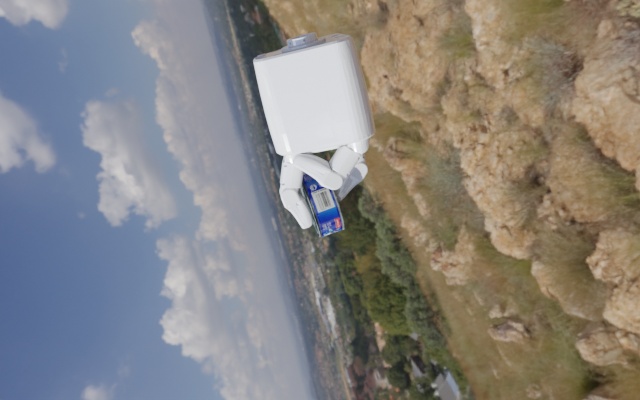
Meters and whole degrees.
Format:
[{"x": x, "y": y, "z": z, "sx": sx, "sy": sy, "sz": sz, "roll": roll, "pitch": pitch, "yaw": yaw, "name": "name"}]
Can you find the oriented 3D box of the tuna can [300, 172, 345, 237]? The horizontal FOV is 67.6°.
[{"x": 0.000, "y": 0.002, "z": 0.602, "sx": 0.034, "sy": 0.086, "sz": 0.086, "roll": -20, "pitch": 2, "yaw": -5, "name": "tuna can"}]
